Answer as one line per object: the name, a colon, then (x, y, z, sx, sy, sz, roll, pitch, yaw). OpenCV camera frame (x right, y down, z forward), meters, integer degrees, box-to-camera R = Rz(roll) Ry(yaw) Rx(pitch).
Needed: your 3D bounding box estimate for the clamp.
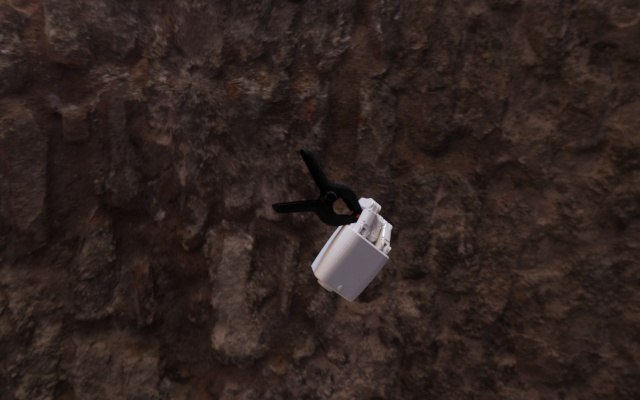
clamp: (0.000, 0.003, 0.840, 0.171, 0.120, 0.039, 38, -3, -20)
